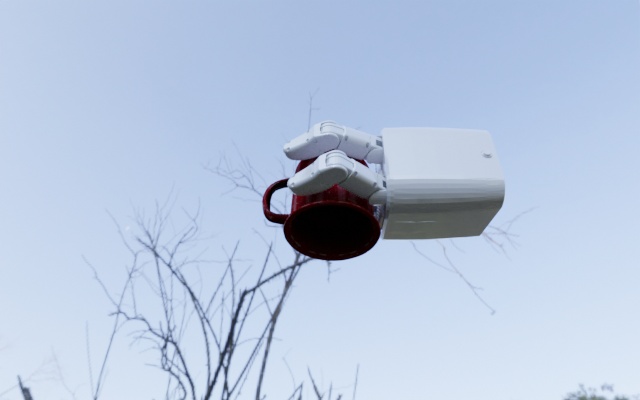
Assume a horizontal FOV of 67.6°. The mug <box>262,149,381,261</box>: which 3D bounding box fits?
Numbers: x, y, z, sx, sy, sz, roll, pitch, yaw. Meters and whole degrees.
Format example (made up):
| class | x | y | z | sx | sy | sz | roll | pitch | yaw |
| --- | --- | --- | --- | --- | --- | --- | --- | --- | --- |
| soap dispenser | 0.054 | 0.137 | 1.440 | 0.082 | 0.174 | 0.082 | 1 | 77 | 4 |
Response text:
| class | x | y | z | sx | sy | sz | roll | pitch | yaw |
| --- | --- | --- | --- | --- | --- | --- | --- | --- | --- |
| mug | -0.001 | 0.001 | 0.481 | 0.117 | 0.081 | 0.093 | 0 | -41 | 2 |
